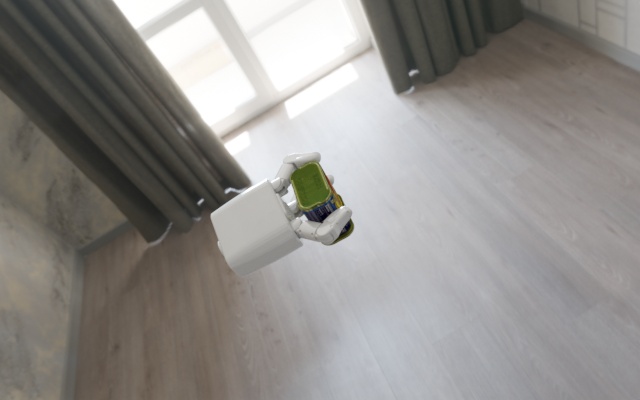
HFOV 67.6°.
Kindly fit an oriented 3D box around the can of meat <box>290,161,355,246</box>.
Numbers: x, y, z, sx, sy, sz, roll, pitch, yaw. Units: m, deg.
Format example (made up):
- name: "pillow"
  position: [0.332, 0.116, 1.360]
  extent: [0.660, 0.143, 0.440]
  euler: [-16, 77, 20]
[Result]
- name: "can of meat"
  position: [0.000, 0.002, 0.712]
  extent: [0.057, 0.084, 0.102]
  euler: [-28, 42, 6]
